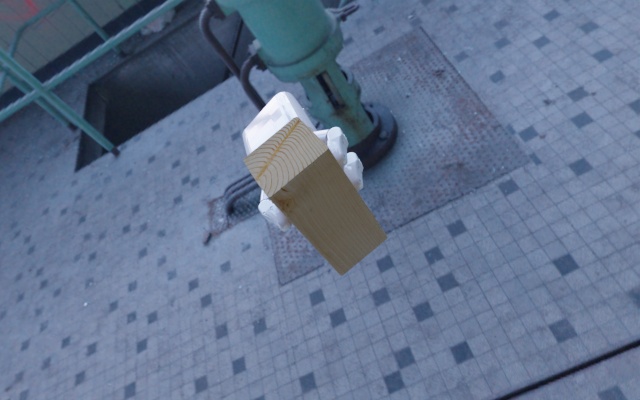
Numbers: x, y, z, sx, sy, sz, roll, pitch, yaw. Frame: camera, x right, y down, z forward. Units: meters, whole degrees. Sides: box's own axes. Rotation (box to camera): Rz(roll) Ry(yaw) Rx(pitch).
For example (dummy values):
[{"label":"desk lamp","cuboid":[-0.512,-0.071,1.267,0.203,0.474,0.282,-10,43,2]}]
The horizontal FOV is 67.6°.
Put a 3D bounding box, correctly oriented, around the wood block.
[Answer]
[{"label":"wood block","cuboid":[0.000,0.002,0.639,0.090,0.091,0.206,50,-1,44]}]
